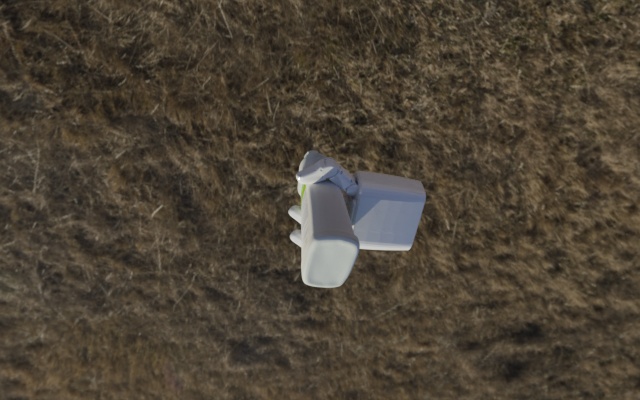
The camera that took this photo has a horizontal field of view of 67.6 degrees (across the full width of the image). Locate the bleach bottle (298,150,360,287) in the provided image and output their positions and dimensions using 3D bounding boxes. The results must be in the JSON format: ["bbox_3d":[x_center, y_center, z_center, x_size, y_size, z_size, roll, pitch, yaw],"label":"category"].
[{"bbox_3d":[0.000,0.002,0.710,0.068,0.103,0.250,6,40,-12],"label":"bleach bottle"}]
